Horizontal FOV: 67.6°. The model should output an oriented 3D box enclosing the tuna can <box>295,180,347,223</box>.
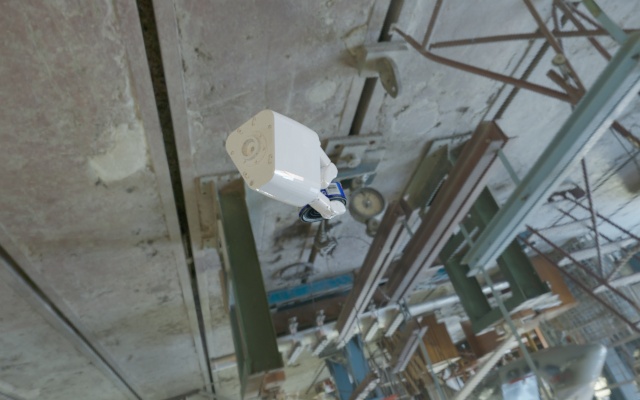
[{"bbox_3d":[0.000,0.003,0.794,0.086,0.033,0.086,-19,-23,-8],"label":"tuna can"}]
